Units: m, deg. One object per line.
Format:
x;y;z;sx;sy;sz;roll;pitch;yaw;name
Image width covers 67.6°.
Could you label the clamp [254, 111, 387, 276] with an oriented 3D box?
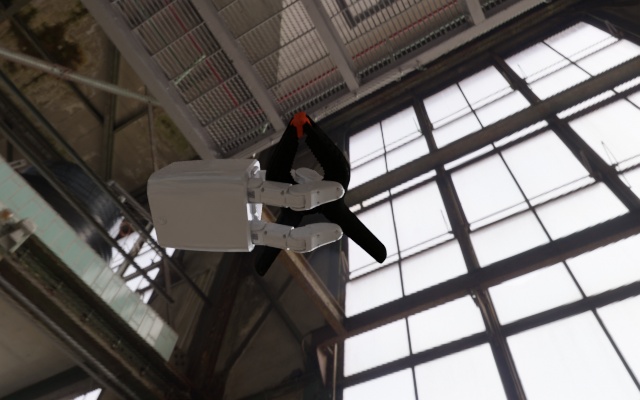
0.000;0.001;0.549;0.164;0.210;0.036;-1;32;-2;clamp
